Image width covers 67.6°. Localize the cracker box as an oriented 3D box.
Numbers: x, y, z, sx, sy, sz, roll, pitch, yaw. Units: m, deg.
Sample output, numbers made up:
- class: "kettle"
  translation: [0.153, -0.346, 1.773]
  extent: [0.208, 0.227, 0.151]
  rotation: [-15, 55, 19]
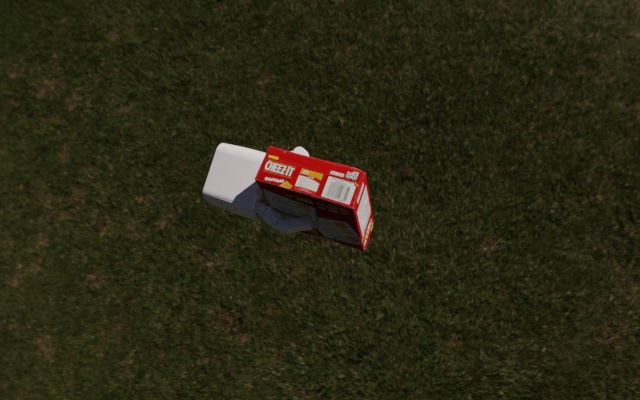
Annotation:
- class: "cracker box"
  translation: [0.000, 0.003, 0.810]
  extent: [0.164, 0.072, 0.214]
  rotation: [16, -19, 16]
